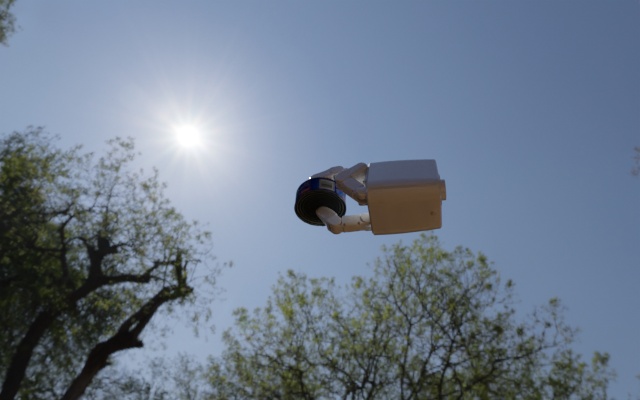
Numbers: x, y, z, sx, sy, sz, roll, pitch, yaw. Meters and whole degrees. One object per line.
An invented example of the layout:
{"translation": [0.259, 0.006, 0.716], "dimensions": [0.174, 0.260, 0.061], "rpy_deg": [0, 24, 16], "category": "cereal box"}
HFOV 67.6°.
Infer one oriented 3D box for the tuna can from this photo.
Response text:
{"translation": [0.000, 0.002, 0.791], "dimensions": [0.086, 0.033, 0.086], "rpy_deg": [1, -44, 1], "category": "tuna can"}
